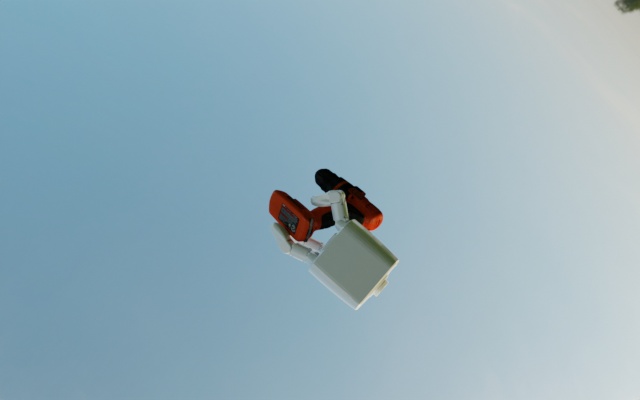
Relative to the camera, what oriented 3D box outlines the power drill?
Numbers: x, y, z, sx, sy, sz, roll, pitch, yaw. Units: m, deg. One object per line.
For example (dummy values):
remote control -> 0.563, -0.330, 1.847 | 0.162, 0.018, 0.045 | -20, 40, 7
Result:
power drill -> 0.000, 0.003, 0.893 | 0.187, 0.057, 0.184 | -13, 41, -39
